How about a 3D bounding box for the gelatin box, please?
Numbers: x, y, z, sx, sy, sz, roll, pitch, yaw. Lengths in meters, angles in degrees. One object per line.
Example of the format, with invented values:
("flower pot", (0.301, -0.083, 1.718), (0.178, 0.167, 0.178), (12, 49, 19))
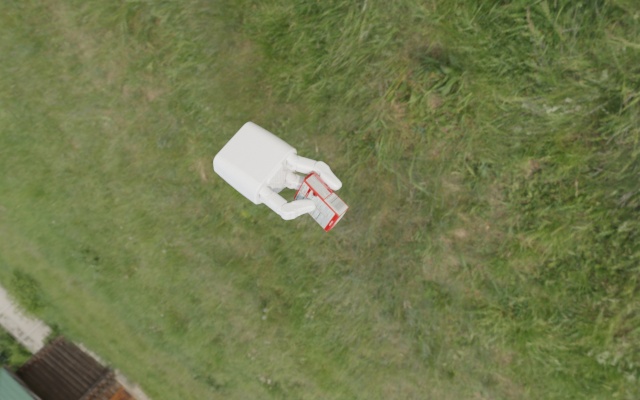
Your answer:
("gelatin box", (0.000, 0.003, 0.831), (0.030, 0.089, 0.073), (-40, -9, -29))
